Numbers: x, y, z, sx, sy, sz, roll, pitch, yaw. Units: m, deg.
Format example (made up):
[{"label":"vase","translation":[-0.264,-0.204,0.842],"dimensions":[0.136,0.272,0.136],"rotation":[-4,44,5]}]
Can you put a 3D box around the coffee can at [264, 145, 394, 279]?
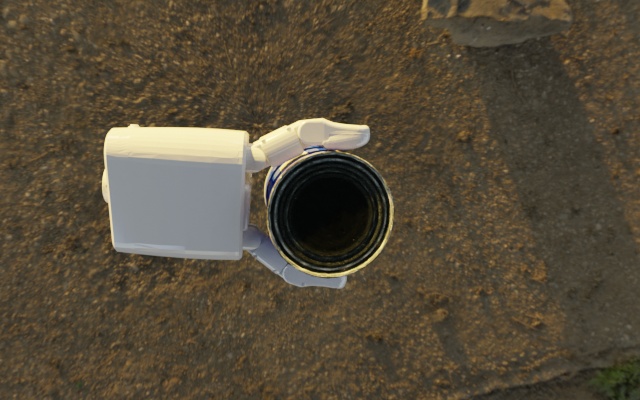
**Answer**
[{"label":"coffee can","translation":[0.000,0.002,0.444],"dimensions":[0.103,0.103,0.140],"rotation":[0,9,-7]}]
